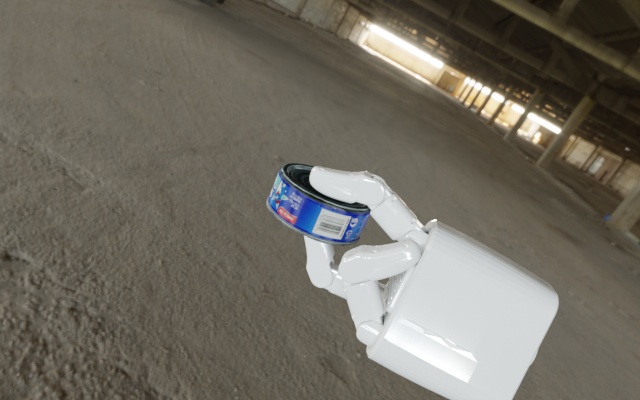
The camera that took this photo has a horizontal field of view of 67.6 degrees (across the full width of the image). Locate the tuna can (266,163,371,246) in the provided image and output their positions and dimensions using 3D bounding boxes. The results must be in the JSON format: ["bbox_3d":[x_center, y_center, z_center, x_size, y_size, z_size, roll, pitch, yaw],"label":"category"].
[{"bbox_3d":[0.000,0.001,0.403,0.086,0.034,0.086,21,19,-8],"label":"tuna can"}]
